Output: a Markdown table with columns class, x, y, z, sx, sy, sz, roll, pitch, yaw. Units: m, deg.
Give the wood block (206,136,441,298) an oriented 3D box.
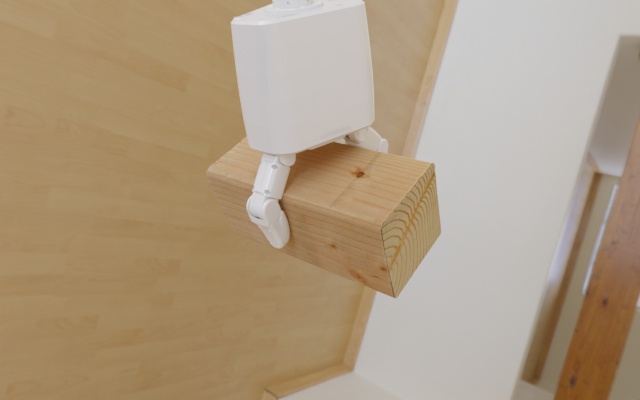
| class | x | y | z | sx | sy | sz | roll | pitch | yaw |
| --- | --- | --- | --- | --- | --- | --- | --- | --- | --- |
| wood block | 0.000 | 0.001 | 0.467 | 0.206 | 0.090 | 0.090 | 17 | 49 | 35 |
